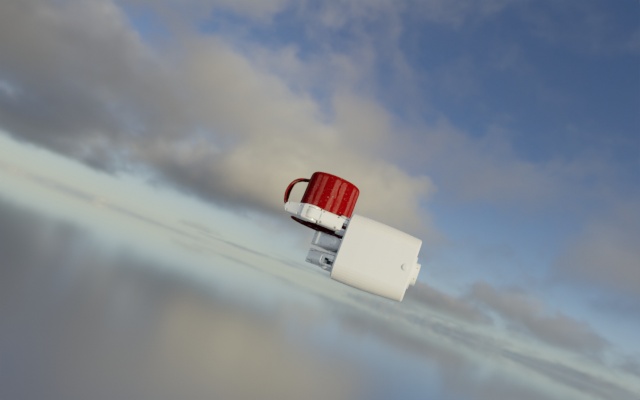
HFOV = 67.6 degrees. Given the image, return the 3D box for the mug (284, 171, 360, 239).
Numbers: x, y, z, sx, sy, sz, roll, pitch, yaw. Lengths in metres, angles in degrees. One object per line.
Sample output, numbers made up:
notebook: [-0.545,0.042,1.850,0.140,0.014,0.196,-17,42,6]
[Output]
mug: [-0.001,0.002,0.752,0.117,0.081,0.093,20,-9,11]
